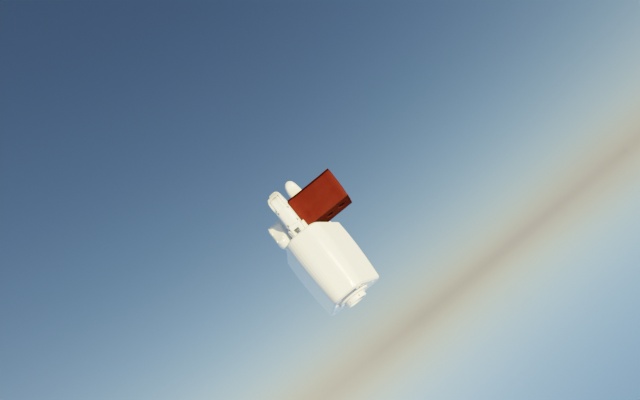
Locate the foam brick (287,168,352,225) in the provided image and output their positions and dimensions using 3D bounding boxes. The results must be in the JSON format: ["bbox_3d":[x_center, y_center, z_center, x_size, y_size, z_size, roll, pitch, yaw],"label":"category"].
[{"bbox_3d":[0.000,0.002,0.702,0.078,0.051,0.053,-39,-18,0],"label":"foam brick"}]
